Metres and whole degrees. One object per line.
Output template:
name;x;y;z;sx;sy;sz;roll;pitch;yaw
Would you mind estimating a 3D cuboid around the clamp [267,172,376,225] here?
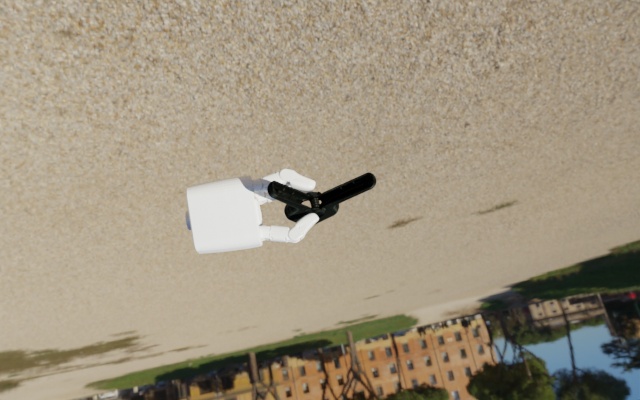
clamp;0.000;0.004;0.790;0.164;0.036;0.210;-7;-17;-4
